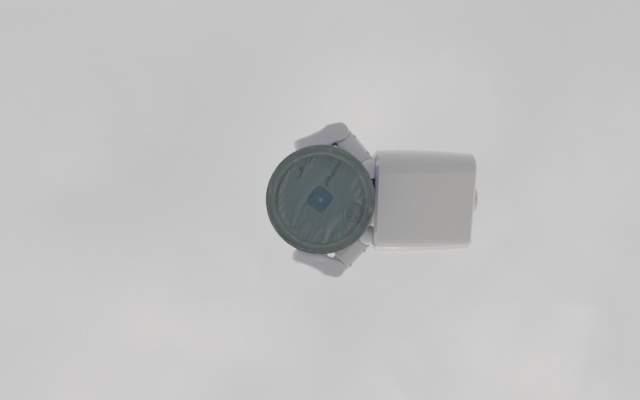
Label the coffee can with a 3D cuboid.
[{"bbox_3d":[0.000,0.002,0.513,0.103,0.103,0.140,0,-2,0],"label":"coffee can"}]
